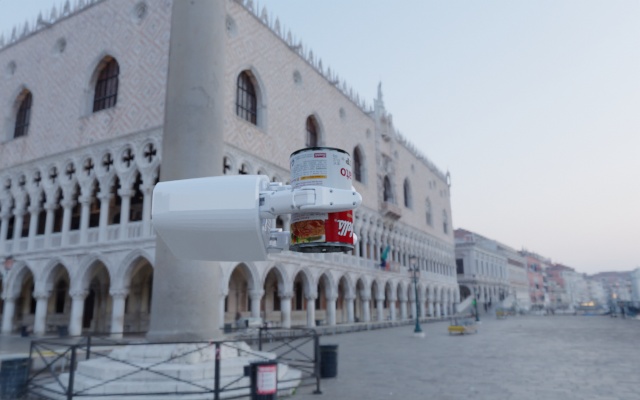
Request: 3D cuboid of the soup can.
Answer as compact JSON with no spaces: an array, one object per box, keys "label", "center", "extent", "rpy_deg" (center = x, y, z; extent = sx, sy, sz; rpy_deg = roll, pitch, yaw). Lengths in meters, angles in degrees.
[{"label":"soup can","center":[0.001,0.001,0.505],"extent":[0.068,0.102,0.068],"rpy_deg":[-1,-13,0]}]
